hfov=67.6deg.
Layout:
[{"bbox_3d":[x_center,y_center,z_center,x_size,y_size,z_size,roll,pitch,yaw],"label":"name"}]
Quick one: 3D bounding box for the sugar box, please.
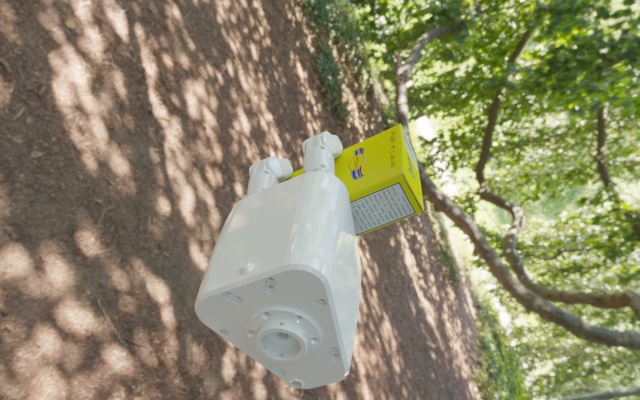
[{"bbox_3d":[0.000,0.001,0.425,0.176,0.048,0.093,-21,28,19],"label":"sugar box"}]
